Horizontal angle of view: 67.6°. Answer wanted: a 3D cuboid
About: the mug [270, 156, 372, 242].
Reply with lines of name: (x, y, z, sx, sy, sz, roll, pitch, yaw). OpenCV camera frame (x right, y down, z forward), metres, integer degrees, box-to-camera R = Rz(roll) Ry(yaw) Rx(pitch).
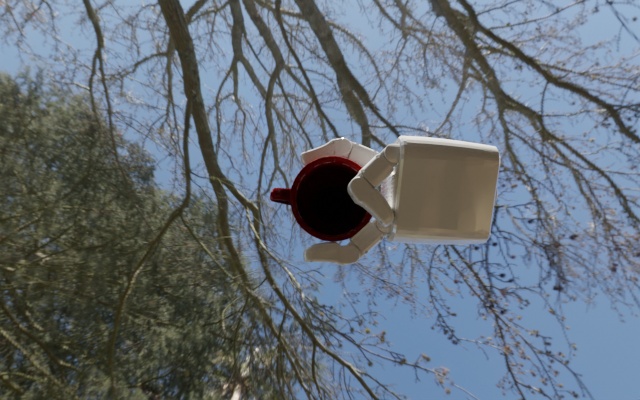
mug: (-0.001, 0.002, 0.552, 0.117, 0.093, 0.081, 4, -7, -2)
